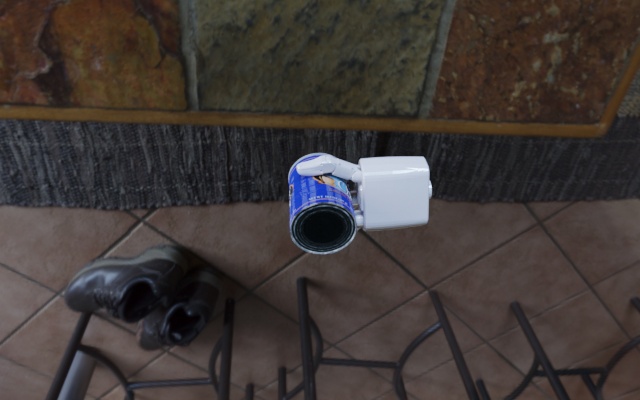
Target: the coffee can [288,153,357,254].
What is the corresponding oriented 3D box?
[{"bbox_3d":[0.000,0.002,0.774,0.103,0.103,0.140,0,37,-5],"label":"coffee can"}]
